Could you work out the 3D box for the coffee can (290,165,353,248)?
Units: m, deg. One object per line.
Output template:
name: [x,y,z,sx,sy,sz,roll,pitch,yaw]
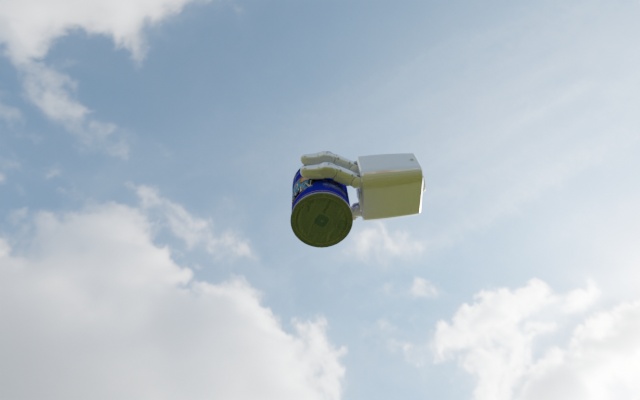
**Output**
coffee can: [0.000,0.003,0.838,0.103,0.103,0.140,0,27,-2]
